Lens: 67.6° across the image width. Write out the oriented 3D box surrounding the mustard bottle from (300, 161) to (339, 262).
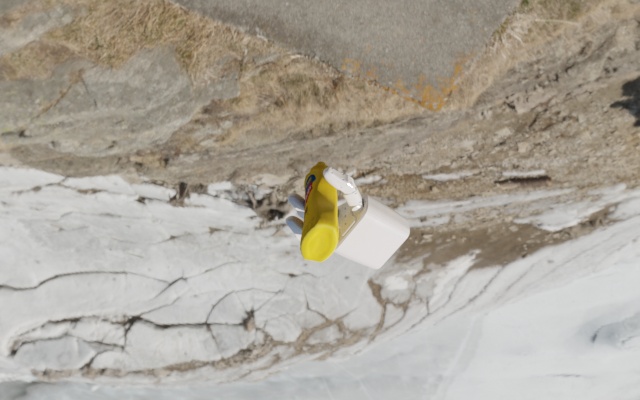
[{"bbox_3d":[0.000,0.003,0.814,0.058,0.191,0.096,9,-44,-7],"label":"mustard bottle"}]
